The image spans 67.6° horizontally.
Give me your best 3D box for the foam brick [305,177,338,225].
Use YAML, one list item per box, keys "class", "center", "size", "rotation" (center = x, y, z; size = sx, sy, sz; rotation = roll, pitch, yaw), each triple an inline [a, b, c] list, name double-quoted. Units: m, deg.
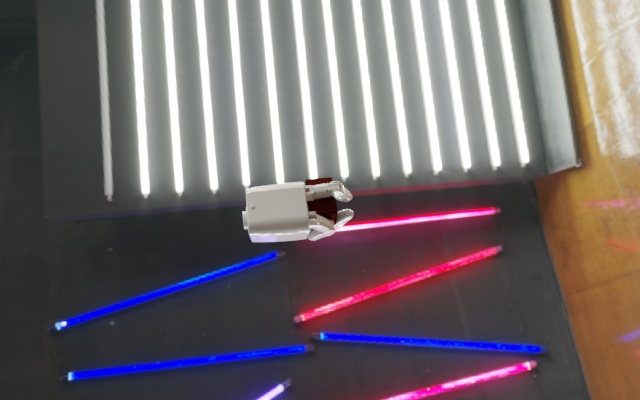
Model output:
- class: "foam brick"
  center: [0.000, 0.003, 0.894]
  size: [0.051, 0.078, 0.053]
  rotation: [-5, -30, -6]
